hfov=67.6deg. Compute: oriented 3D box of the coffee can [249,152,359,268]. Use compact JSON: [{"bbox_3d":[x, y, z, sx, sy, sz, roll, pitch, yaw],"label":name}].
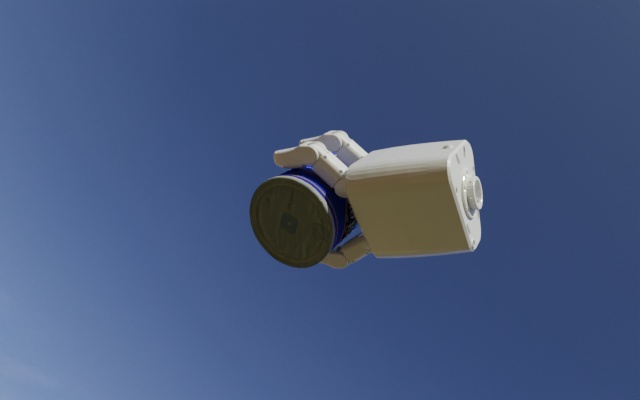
[{"bbox_3d":[0.000,0.002,0.555,0.103,0.103,0.140,0,19,30],"label":"coffee can"}]
